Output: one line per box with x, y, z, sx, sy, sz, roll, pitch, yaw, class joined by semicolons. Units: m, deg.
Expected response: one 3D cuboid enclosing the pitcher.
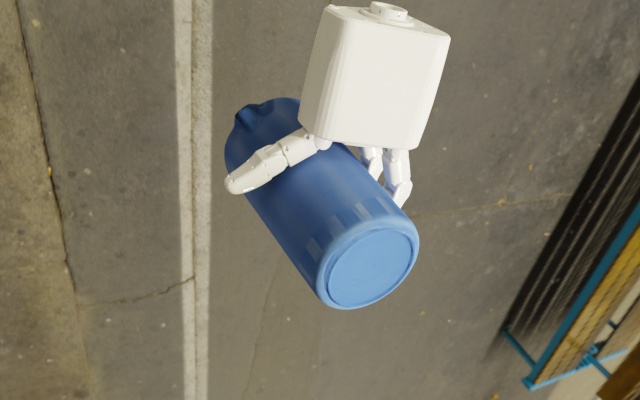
0.000;0.002;0.514;0.149;0.145;0.242;-3;34;-28;pitcher
